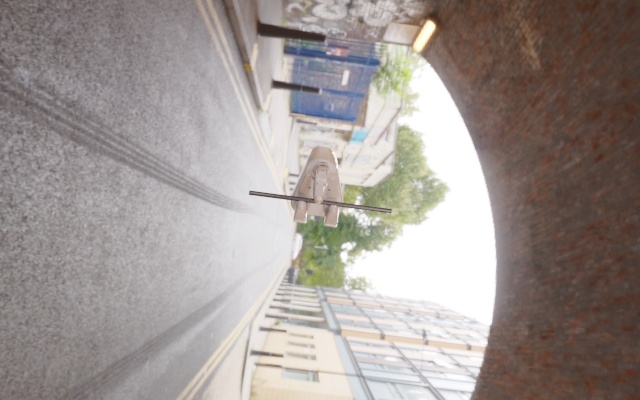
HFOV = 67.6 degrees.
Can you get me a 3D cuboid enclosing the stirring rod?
[{"bbox_3d":[0.000,0.003,0.801,0.239,0.011,0.011,7,0,-1],"label":"stirring rod"}]
